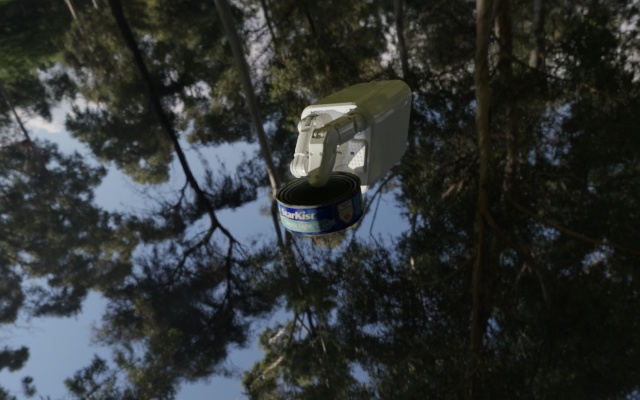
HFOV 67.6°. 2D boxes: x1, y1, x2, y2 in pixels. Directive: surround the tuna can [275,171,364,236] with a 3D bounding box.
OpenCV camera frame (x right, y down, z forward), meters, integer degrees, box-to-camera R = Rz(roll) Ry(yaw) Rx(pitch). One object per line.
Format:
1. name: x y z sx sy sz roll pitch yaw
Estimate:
1. tuna can: 0.000 0.002 0.478 0.086 0.034 0.086 -9 23 4
